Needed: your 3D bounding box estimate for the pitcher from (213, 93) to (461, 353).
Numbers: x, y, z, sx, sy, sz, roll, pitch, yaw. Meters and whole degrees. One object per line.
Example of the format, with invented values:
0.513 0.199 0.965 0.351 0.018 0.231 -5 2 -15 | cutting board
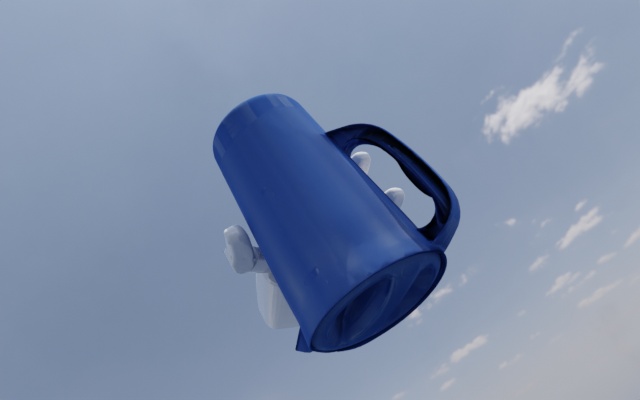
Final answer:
0.000 0.002 0.444 0.149 0.242 0.145 -20 -35 -23 | pitcher
